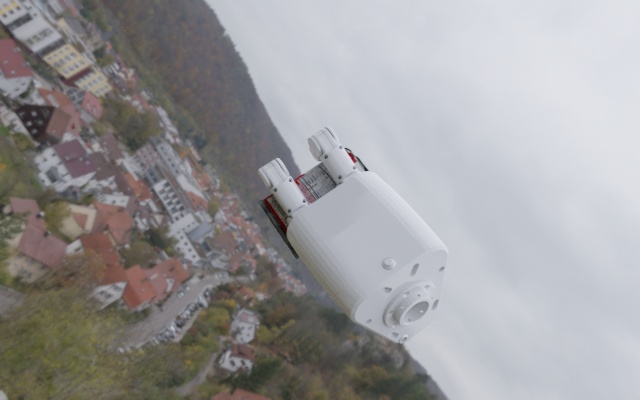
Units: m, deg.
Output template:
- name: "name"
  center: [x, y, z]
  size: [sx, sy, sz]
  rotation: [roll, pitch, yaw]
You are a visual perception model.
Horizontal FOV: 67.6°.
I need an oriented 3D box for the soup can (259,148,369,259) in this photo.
- name: "soup can"
  center: [0.000, 0.001, 0.474]
  size: [0.102, 0.068, 0.068]
  rotation: [-34, 5, -7]
